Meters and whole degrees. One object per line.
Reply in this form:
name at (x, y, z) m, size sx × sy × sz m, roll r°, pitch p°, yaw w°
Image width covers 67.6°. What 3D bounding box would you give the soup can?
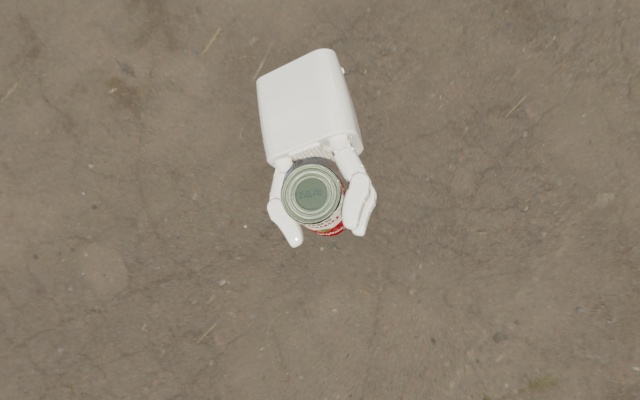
soup can at (0.000, 0.002, 0.547) m, size 0.068 × 0.068 × 0.102 m, roll 0°, pitch -11°, yaw 12°
